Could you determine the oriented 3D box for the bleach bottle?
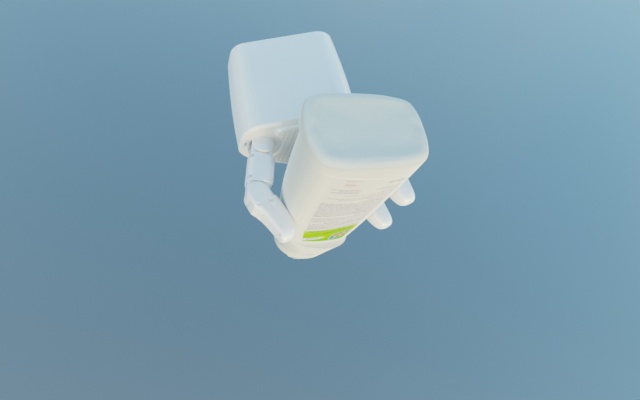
[{"bbox_3d":[0.000,0.002,0.454,0.102,0.068,0.251,-3,-25,-21],"label":"bleach bottle"}]
